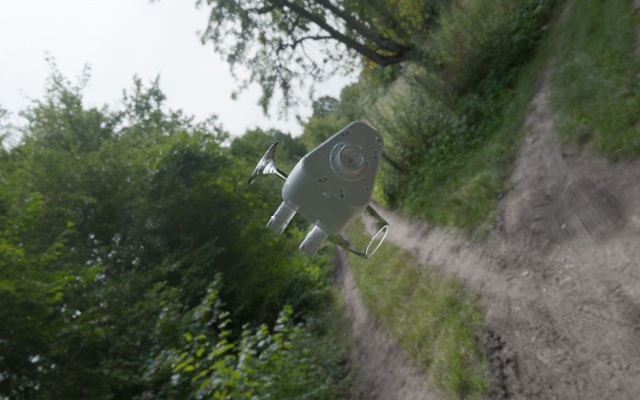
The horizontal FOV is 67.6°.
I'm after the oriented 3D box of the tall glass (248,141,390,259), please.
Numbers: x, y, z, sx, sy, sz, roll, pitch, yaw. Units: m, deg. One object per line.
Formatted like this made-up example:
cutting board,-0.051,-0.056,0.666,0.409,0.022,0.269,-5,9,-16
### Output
tall glass,0.000,0.002,0.684,0.201,0.079,0.079,35,-2,-2
